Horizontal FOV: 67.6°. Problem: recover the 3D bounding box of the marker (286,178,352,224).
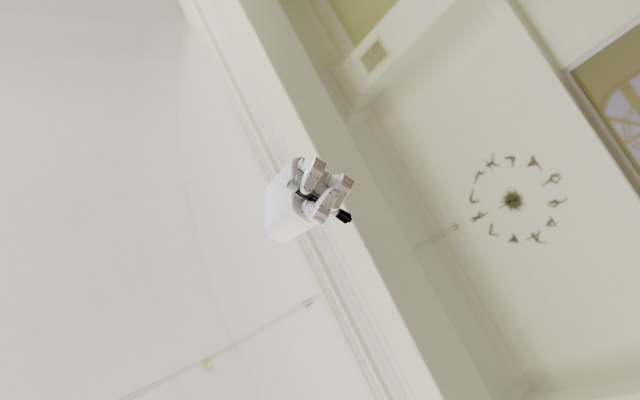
[{"bbox_3d":[0.000,0.002,0.753,0.121,0.020,0.020,31,-12,-20],"label":"marker"}]
